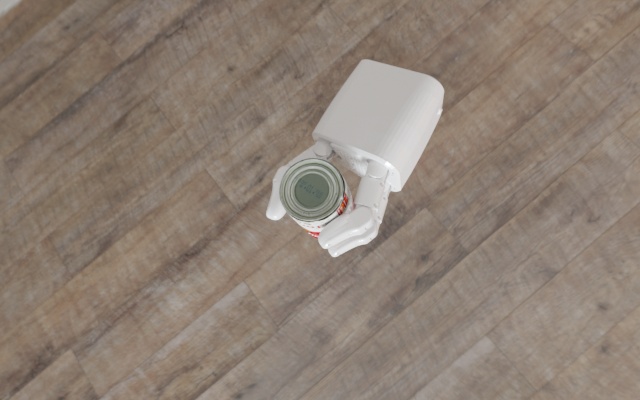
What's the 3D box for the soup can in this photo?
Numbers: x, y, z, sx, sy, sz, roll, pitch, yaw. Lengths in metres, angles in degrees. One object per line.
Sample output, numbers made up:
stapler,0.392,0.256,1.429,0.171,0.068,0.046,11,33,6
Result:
soup can,0.000,0.002,0.515,0.068,0.068,0.102,0,-15,11
